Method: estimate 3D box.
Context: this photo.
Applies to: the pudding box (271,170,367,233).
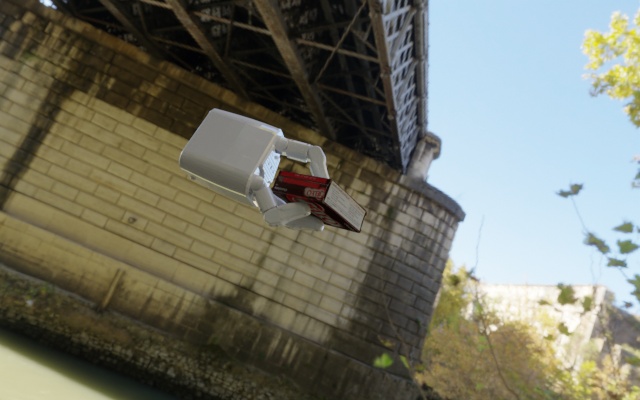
[{"bbox_3d":[0.000,0.002,0.656,0.090,0.039,0.113,13,-14,36],"label":"pudding box"}]
